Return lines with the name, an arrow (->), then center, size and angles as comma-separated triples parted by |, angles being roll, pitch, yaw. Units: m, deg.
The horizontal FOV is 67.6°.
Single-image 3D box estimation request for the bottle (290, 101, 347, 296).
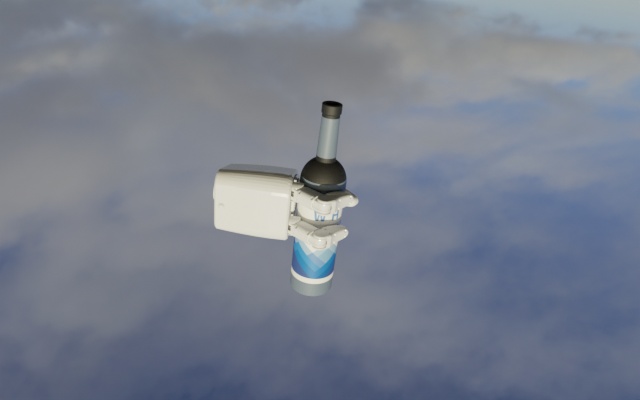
bottle -> 0.000, 0.003, 0.694 | 0.069, 0.296, 0.069 | 5, 28, -3
